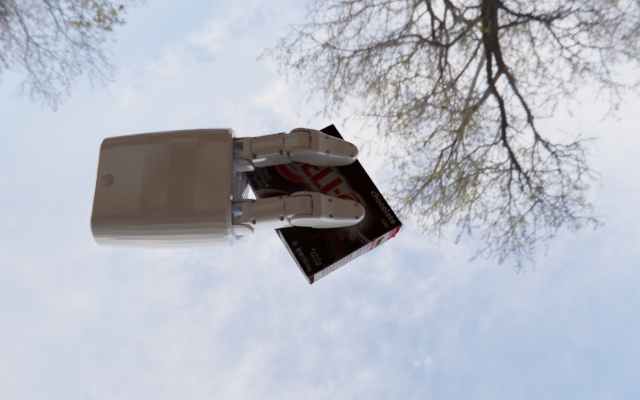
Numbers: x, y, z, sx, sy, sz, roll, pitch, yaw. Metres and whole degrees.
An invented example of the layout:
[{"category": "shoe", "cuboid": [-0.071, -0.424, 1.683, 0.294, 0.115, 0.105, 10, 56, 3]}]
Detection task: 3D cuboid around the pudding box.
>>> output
[{"category": "pudding box", "cuboid": [0.000, 0.001, 0.407, 0.090, 0.113, 0.039, -29, -17, -12]}]
